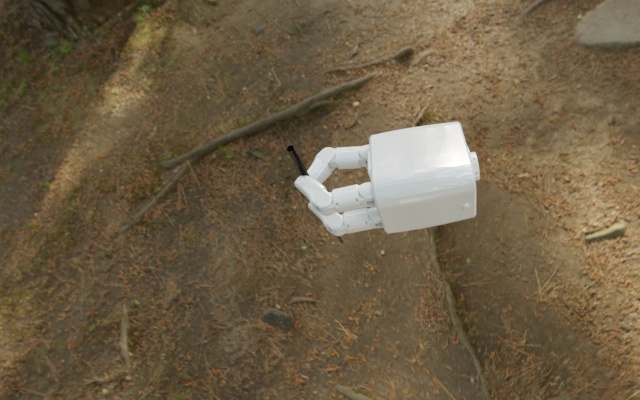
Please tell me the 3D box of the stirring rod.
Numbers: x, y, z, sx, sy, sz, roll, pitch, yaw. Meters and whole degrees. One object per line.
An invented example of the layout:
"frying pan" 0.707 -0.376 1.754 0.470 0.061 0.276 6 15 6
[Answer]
"stirring rod" 0.000 0.002 0.610 0.011 0.011 0.240 0 -29 18
